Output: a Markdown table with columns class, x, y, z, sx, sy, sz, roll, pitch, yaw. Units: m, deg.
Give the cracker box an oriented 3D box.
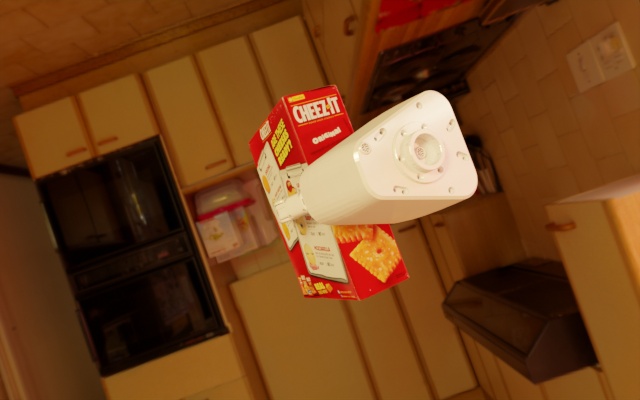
| class | x | y | z | sx | sy | sz | roll | pitch | yaw |
| --- | --- | --- | --- | --- | --- | --- | --- | --- | --- |
| cracker box | 0.000 | 0.002 | 0.545 | 0.072 | 0.213 | 0.164 | -19 | -3 | -23 |
